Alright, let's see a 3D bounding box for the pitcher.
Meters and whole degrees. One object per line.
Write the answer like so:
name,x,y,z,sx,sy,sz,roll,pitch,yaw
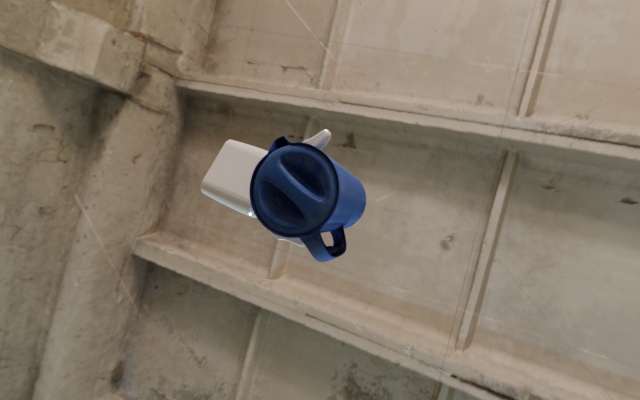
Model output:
pitcher,0.000,0.002,0.763,0.145,0.149,0.243,23,3,18
